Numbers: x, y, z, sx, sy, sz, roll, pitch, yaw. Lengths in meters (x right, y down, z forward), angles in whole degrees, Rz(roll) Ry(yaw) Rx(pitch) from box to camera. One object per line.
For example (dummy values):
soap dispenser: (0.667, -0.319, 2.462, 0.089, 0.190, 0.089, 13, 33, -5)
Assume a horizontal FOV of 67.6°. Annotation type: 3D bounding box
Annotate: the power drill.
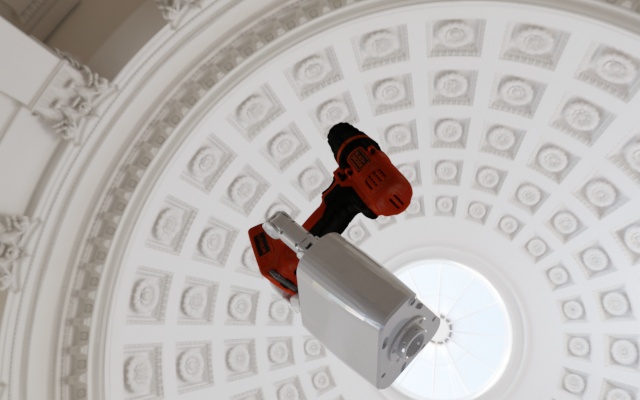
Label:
power drill: (0.000, 0.002, 0.552, 0.057, 0.188, 0.184, 39, 11, -31)
